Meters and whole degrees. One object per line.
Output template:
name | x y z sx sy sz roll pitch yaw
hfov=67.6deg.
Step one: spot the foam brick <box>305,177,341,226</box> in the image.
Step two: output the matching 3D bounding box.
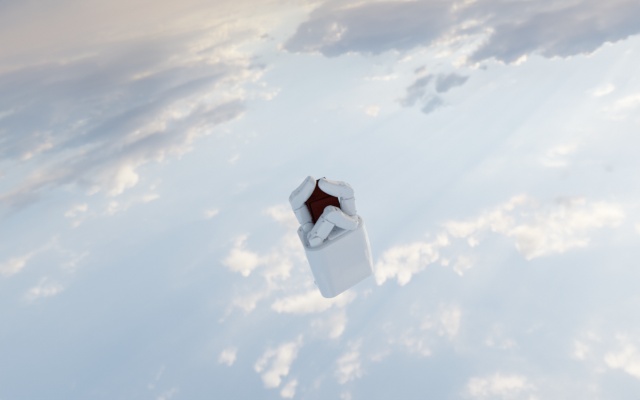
foam brick | 0.000 0.002 0.820 0.053 0.051 0.078 -20 27 -6
